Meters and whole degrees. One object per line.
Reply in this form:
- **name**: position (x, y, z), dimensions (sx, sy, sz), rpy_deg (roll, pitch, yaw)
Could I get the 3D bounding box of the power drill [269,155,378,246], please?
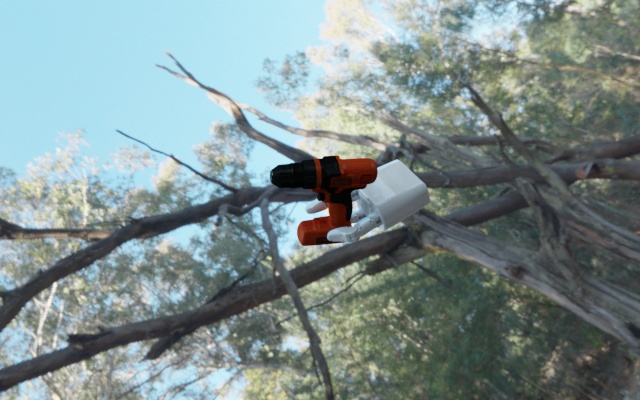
- **power drill**: position (0.000, 0.003, 0.851), dimensions (0.184, 0.057, 0.188), rpy_deg (-3, -43, -10)
